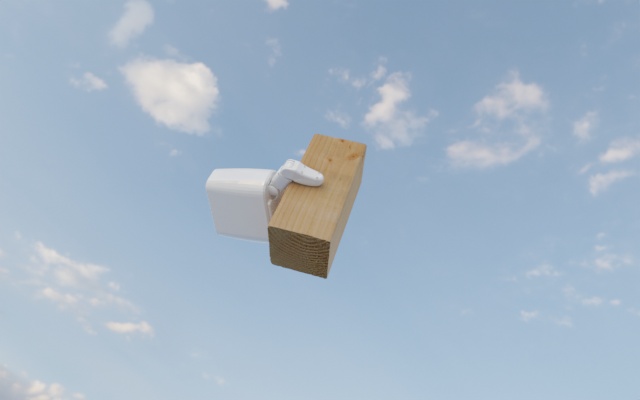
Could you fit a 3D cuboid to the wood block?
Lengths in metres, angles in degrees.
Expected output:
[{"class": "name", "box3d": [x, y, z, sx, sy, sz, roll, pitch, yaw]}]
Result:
[{"class": "wood block", "box3d": [0.000, 0.002, 0.726, 0.090, 0.206, 0.091, 14, -41, 10]}]
